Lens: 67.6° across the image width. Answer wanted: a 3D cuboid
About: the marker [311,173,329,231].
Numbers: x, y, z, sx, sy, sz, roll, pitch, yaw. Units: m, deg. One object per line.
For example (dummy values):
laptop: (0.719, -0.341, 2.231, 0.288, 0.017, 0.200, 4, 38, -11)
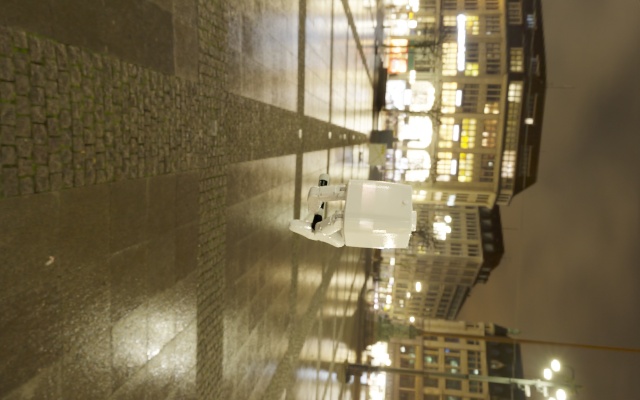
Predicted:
marker: (0.000, 0.003, 0.855, 0.020, 0.121, 0.020, 6, -36, 4)
